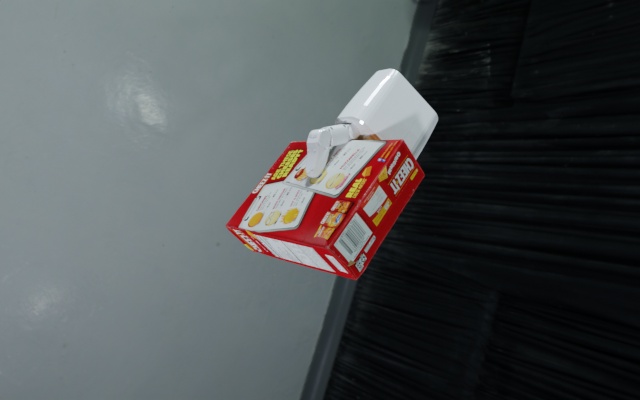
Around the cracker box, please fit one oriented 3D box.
[{"bbox_3d":[0.000,0.002,0.610,0.213,0.164,0.072,6,-37,50],"label":"cracker box"}]
